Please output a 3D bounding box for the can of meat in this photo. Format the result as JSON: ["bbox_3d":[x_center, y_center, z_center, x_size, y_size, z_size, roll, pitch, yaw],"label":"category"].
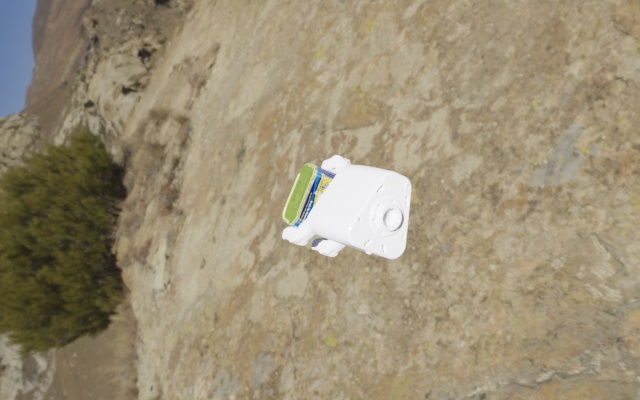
[{"bbox_3d":[0.000,0.002,0.730,0.084,0.102,0.057,22,0,-28],"label":"can of meat"}]
